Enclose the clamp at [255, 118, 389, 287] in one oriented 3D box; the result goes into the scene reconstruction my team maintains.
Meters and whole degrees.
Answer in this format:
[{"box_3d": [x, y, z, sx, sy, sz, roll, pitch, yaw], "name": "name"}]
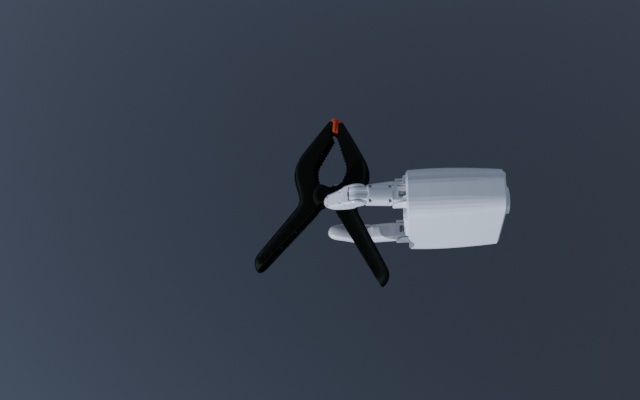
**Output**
[{"box_3d": [0.000, 0.001, 0.594, 0.164, 0.210, 0.036, -2, -13, 10], "name": "clamp"}]
